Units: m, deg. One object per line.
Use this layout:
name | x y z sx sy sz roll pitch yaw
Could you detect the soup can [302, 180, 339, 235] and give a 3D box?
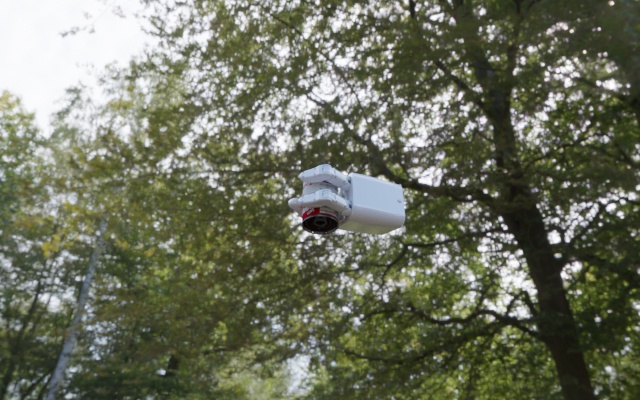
soup can | 0.000 0.003 0.885 0.068 0.102 0.068 0 -33 0
